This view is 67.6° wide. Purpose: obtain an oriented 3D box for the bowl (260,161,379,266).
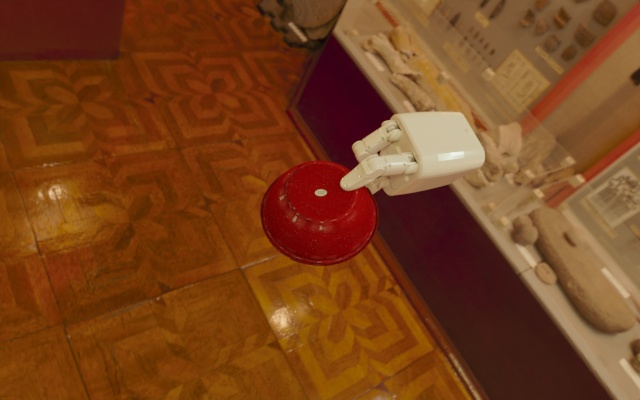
[{"bbox_3d":[-0.001,0.002,0.628,0.162,0.162,0.055,0,-32,-3],"label":"bowl"}]
